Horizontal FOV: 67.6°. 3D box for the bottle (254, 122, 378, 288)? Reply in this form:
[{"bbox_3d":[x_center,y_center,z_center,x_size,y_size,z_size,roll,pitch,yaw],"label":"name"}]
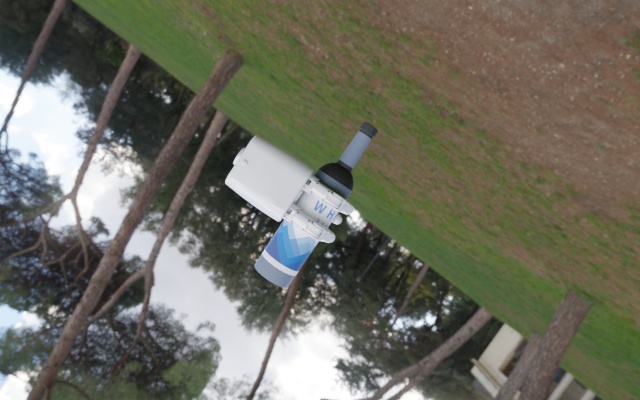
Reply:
[{"bbox_3d":[0.000,0.003,0.778,0.069,0.296,0.069,34,4,-2],"label":"bottle"}]
